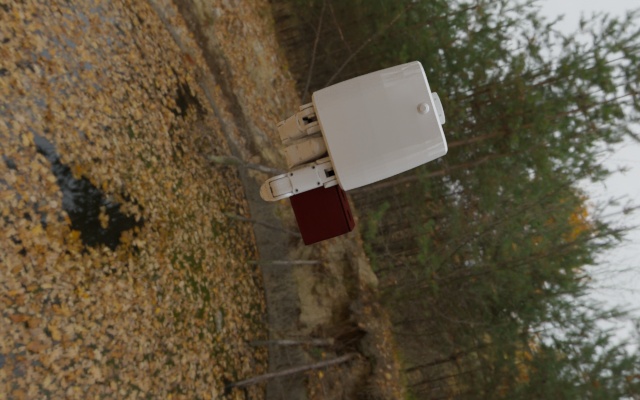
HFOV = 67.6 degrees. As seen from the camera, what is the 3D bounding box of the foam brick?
[{"bbox_3d":[0.000,0.002,0.501,0.051,0.078,0.053,-17,1,8],"label":"foam brick"}]
